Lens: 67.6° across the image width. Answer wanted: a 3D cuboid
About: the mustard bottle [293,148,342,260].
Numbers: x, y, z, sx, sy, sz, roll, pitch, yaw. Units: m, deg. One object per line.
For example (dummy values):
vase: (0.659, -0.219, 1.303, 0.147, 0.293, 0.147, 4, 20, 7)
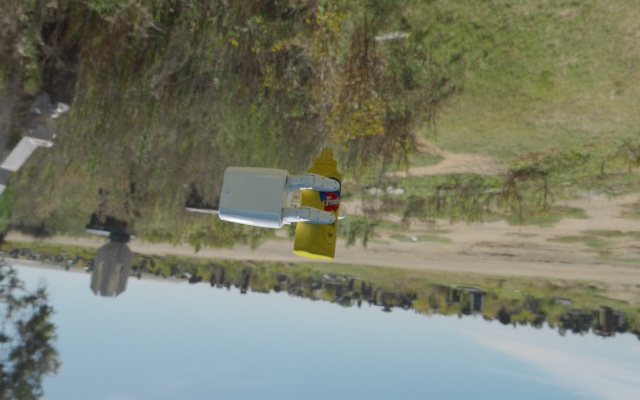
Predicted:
mustard bottle: (0.000, 0.003, 0.825, 0.058, 0.191, 0.096, 1, -12, 30)
